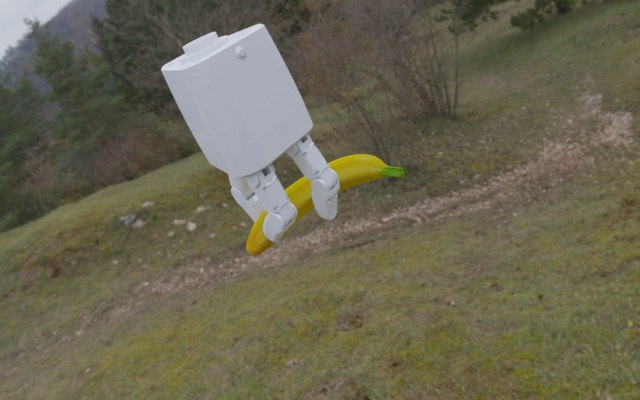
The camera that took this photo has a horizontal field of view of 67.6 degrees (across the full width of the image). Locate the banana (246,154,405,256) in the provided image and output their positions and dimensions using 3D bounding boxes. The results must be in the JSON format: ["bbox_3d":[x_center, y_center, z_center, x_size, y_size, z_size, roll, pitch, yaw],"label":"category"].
[{"bbox_3d":[-0.004,-0.006,0.541,0.198,0.037,0.069,-29,29,-12],"label":"banana"}]
